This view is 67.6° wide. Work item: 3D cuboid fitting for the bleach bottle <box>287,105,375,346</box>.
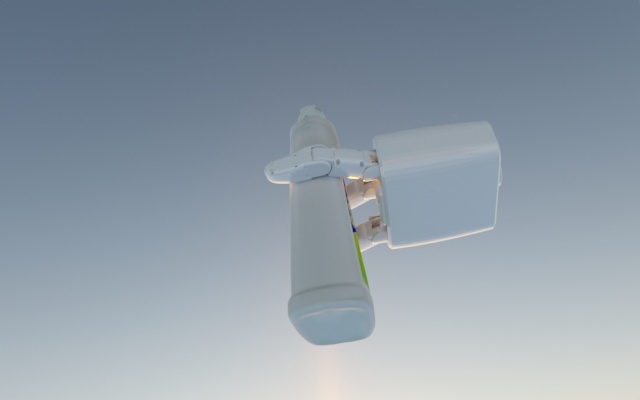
[{"bbox_3d":[0.000,0.002,0.460,0.068,0.250,0.103,-10,-34,4],"label":"bleach bottle"}]
